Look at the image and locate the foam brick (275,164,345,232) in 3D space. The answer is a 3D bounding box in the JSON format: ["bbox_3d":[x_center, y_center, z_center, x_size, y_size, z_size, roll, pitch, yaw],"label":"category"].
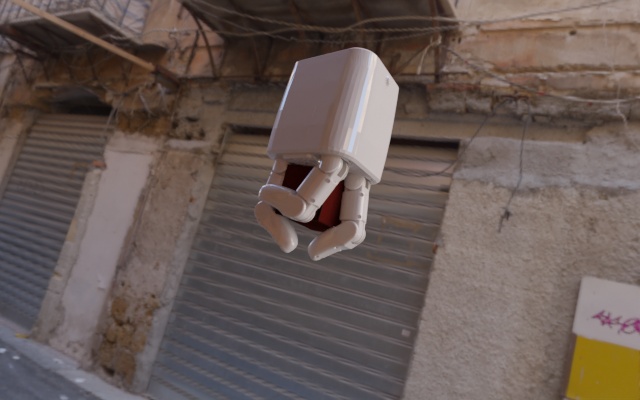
[{"bbox_3d":[0.000,0.002,0.490,0.053,0.051,0.078,9,-11,30],"label":"foam brick"}]
